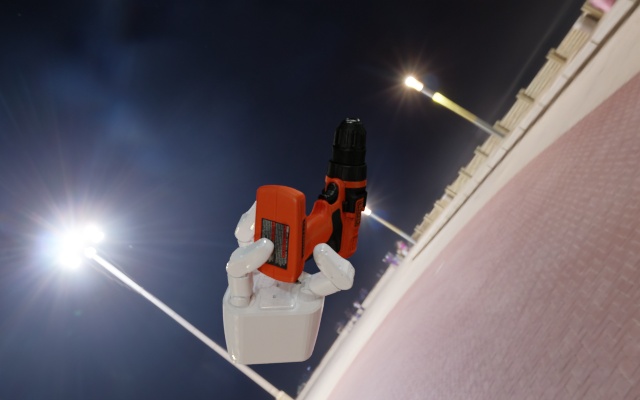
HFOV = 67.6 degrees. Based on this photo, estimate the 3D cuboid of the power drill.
[{"bbox_3d":[0.000,0.002,0.558,0.057,0.184,0.187,12,19,28],"label":"power drill"}]
